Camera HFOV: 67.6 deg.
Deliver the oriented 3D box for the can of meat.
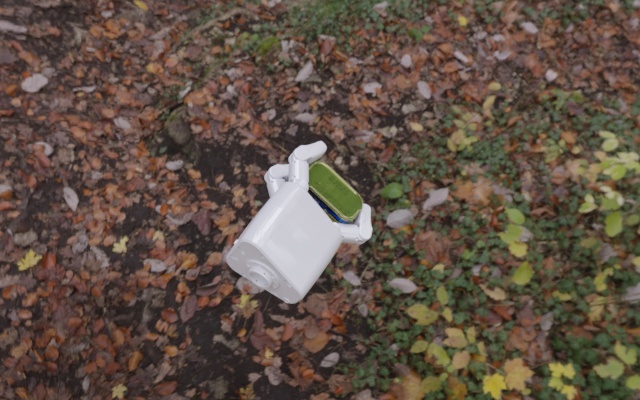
[{"bbox_3d":[0.000,0.002,0.683,0.057,0.102,0.084,-51,5,-37],"label":"can of meat"}]
